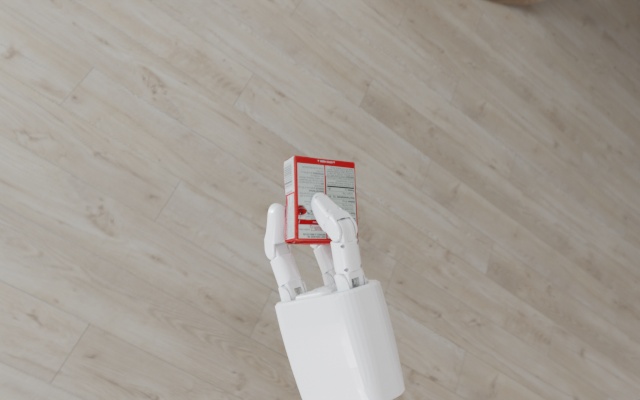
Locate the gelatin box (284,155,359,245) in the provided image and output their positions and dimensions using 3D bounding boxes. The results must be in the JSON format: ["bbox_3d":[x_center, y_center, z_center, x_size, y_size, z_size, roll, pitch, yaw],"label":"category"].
[{"bbox_3d":[0.000,0.001,0.496,0.073,0.089,0.030,3,-10,-28],"label":"gelatin box"}]
